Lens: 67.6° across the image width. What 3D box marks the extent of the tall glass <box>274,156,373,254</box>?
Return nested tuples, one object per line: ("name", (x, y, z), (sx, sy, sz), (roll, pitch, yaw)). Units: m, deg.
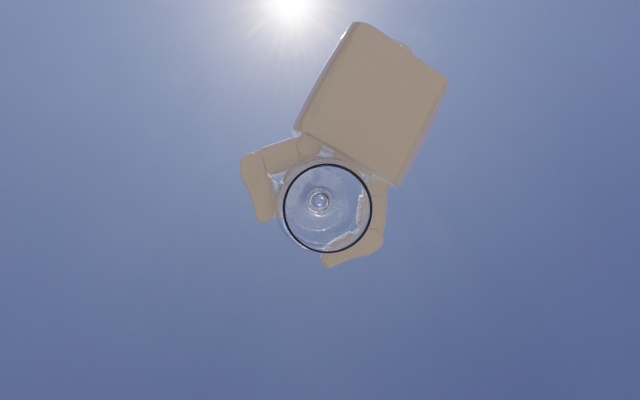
("tall glass", (0.000, 0.002, 0.423), (0.079, 0.079, 0.201), (0, 3, -3))
